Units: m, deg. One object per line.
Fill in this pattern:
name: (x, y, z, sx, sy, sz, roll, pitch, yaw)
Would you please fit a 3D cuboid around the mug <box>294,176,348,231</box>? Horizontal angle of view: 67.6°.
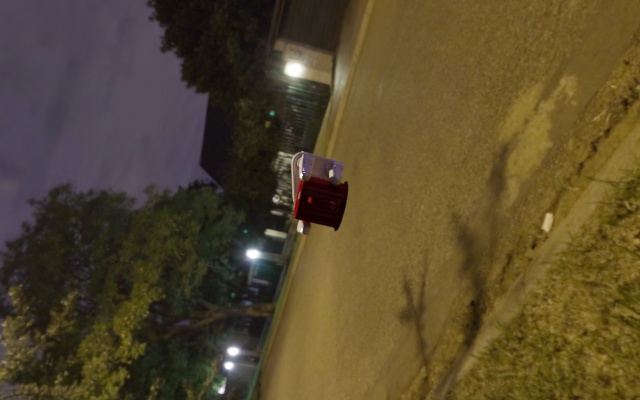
mug: (0.000, 0.003, 0.847, 0.081, 0.093, 0.117, 13, 4, -7)
